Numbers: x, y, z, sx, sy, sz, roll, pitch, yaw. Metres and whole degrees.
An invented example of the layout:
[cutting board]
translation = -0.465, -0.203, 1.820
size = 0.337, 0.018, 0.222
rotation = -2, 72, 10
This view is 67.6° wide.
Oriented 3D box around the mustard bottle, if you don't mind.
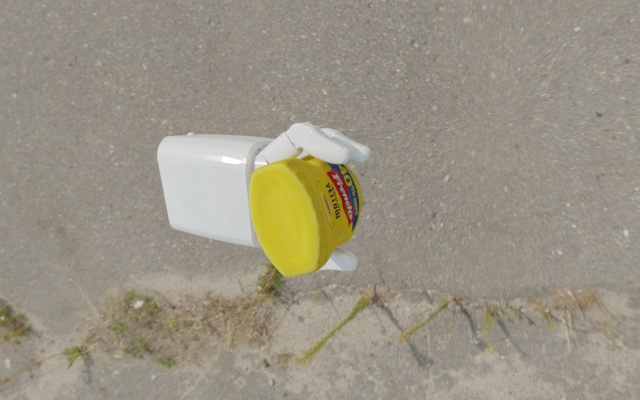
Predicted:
[mustard bottle]
translation = 0.000, 0.002, 0.468
size = 0.058, 0.096, 0.191
rotation = -18, 3, 21
